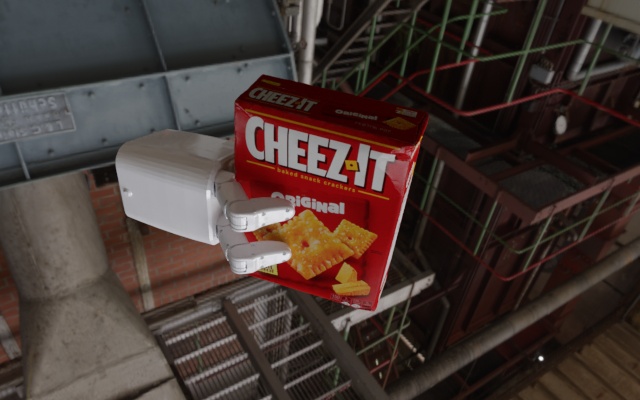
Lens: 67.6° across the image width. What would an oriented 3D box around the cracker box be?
[{"bbox_3d":[0.000,0.002,0.479,0.164,0.214,0.072,15,39,11],"label":"cracker box"}]
